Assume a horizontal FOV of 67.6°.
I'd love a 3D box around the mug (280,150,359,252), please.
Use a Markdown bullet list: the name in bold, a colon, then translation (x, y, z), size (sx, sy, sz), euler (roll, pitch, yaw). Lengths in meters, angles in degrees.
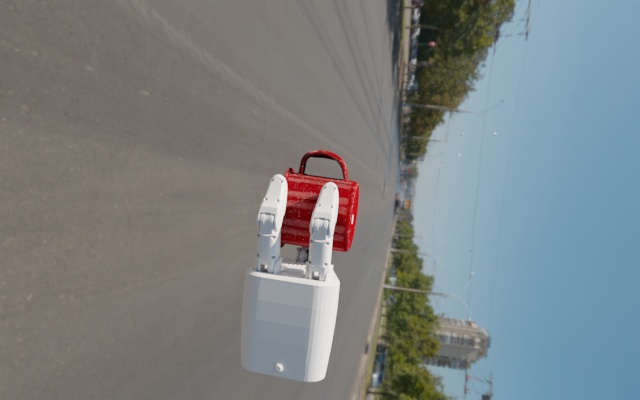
- **mug**: translation (0.000, 0.000, 0.543), size (0.081, 0.117, 0.093), euler (8, 7, 9)
